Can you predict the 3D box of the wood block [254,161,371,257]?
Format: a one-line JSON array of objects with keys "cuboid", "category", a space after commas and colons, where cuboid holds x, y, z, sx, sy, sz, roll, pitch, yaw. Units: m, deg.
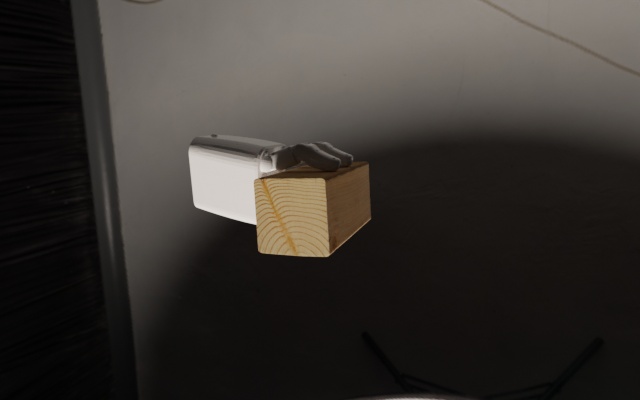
[{"cuboid": [0.000, 0.002, 0.633, 0.090, 0.091, 0.206, 1, 10, 19], "category": "wood block"}]
